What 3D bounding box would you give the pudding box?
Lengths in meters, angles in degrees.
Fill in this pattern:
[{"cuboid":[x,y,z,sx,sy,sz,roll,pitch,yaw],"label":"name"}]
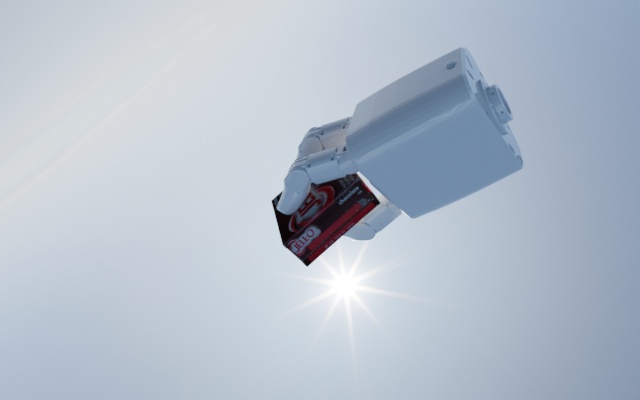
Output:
[{"cuboid":[0.000,0.002,0.465,0.090,0.039,0.113,-41,21,5],"label":"pudding box"}]
